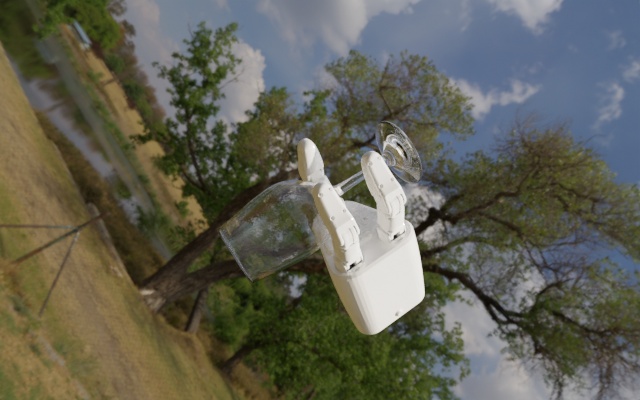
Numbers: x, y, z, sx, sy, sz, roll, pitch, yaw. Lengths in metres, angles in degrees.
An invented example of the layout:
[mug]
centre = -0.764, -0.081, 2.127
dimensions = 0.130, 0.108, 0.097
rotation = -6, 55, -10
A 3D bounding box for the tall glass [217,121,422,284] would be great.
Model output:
[tall glass]
centre = 0.001, 0.001, 0.475
dimensions = 0.201, 0.079, 0.079
rotation = -32, 8, -14
